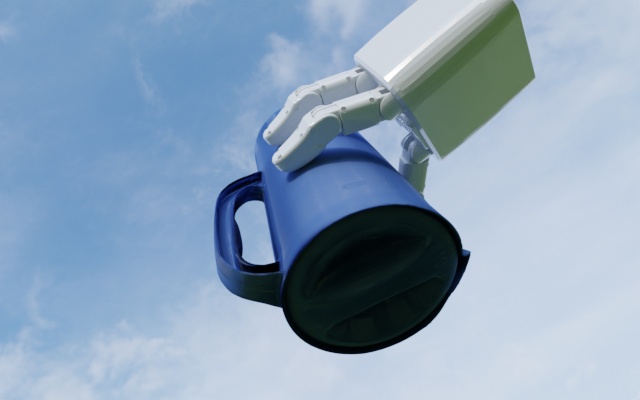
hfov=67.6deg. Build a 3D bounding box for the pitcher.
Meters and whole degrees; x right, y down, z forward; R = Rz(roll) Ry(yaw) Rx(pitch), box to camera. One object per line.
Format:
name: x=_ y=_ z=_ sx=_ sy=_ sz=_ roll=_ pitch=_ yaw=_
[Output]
pitcher: x=0.000 y=0.001 z=0.419 sx=0.149 sy=0.145 sz=0.242 roll=41 pitch=12 yaw=-32
